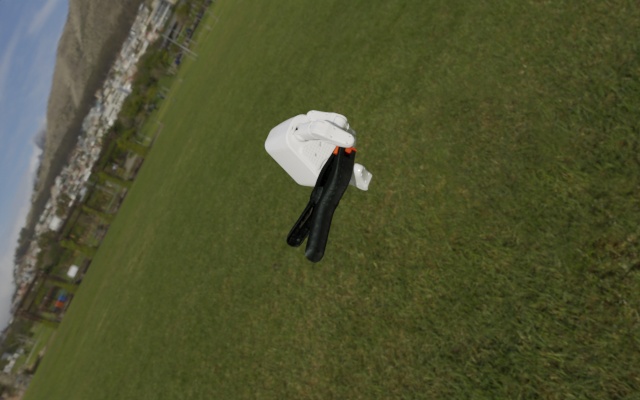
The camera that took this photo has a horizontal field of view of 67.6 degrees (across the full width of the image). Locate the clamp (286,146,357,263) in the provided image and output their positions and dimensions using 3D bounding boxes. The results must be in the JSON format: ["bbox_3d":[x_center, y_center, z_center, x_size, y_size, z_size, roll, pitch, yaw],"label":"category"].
[{"bbox_3d":[0.000,0.002,0.675,0.039,0.171,0.120,28,-12,-24],"label":"clamp"}]
